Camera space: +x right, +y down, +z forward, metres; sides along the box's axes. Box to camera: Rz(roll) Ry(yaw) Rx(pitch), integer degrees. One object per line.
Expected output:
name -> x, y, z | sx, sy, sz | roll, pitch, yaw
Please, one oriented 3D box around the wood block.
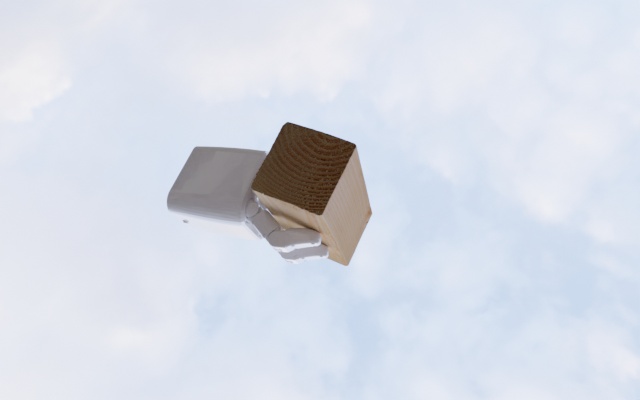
wood block -> 0.000, 0.002, 0.599 | 0.090, 0.090, 0.206 | 20, -16, 18
